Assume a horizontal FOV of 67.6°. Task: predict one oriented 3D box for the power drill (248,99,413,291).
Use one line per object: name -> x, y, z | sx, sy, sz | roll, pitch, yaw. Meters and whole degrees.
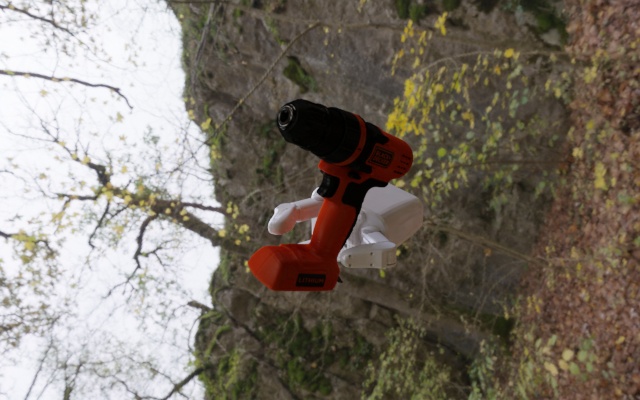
power drill -> 0.000, 0.002, 0.480 | 0.184, 0.188, 0.057 | 13, 21, -46
